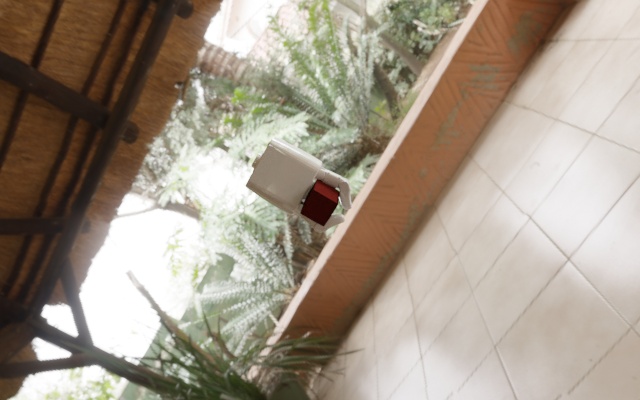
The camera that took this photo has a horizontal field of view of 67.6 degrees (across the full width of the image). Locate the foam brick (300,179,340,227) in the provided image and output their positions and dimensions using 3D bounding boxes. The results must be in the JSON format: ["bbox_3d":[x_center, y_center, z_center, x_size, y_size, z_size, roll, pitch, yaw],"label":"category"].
[{"bbox_3d":[0.000,0.003,0.877,0.051,0.053,0.078,30,18,-5],"label":"foam brick"}]
